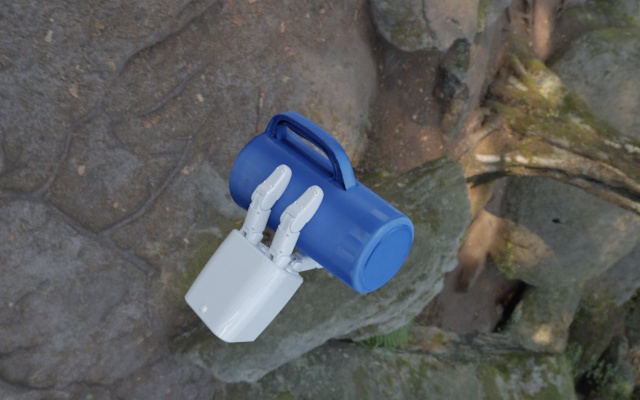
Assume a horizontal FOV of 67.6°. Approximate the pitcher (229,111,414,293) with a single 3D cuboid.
[{"bbox_3d":[0.000,0.002,0.624,0.242,0.145,0.149,35,-5,34],"label":"pitcher"}]
